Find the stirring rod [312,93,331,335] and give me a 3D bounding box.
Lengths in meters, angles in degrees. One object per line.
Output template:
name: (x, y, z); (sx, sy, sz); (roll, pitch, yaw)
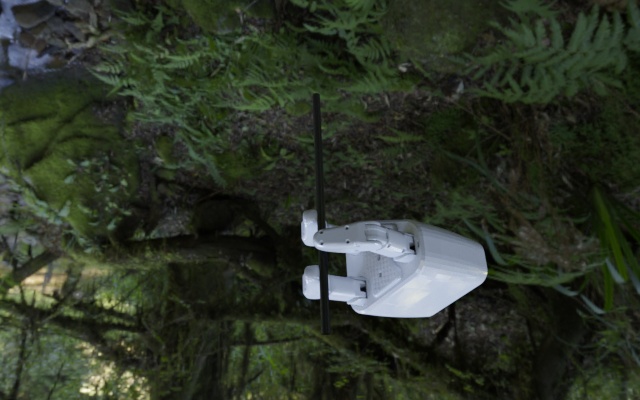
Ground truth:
stirring rod: (0.000, 0.001, 0.446); (0.011, 0.239, 0.011); (-2, -23, -1)
